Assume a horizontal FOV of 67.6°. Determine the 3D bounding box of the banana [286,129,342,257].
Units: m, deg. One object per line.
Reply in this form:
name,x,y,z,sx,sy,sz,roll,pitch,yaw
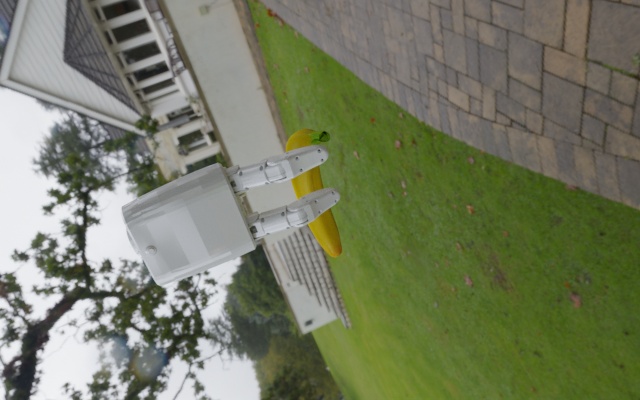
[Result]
banana,-0.009,-0.012,0.554,0.037,0.198,0.069,-24,48,-13
